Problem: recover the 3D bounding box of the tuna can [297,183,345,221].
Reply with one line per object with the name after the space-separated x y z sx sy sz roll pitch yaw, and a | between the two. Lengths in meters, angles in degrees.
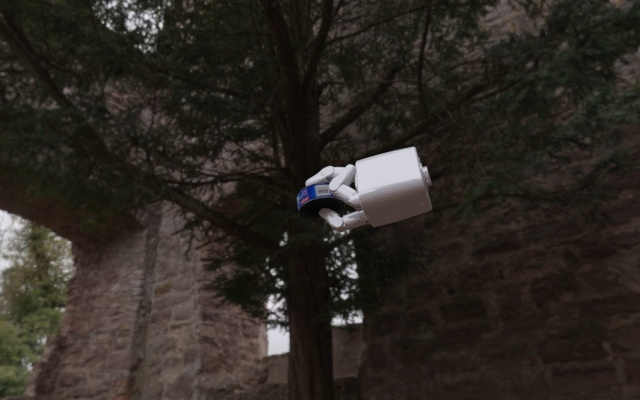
0.000 0.002 0.872 0.086 0.033 0.086 -8 -29 -5 | tuna can
